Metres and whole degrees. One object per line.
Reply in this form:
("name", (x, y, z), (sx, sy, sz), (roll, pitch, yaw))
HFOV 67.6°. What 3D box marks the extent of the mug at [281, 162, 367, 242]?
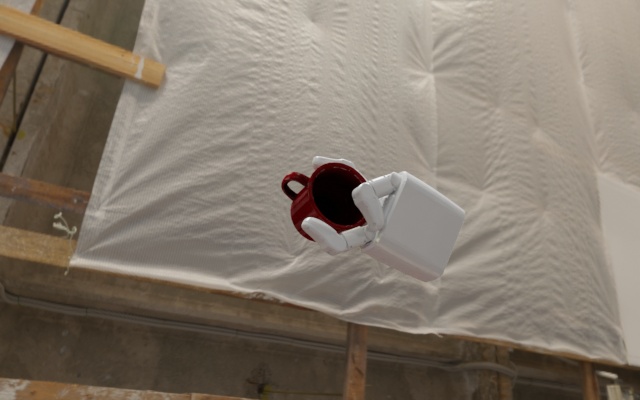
("mug", (-0.001, 0.002, 0.635), (0.117, 0.093, 0.081), (29, -31, -14))
